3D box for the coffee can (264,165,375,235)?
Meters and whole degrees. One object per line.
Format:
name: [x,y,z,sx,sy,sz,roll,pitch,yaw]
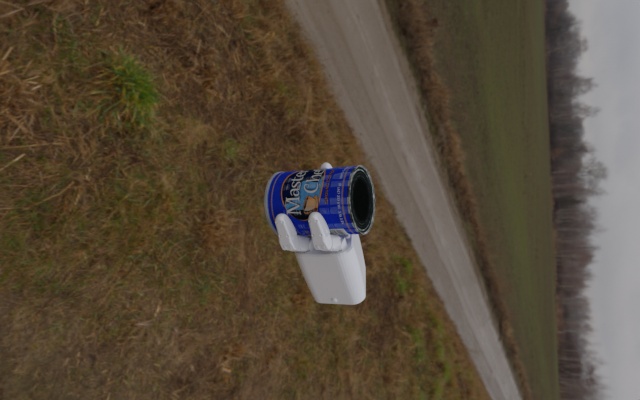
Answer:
coffee can: [0.000,0.002,0.727,0.140,0.103,0.103,-3,-1,27]
